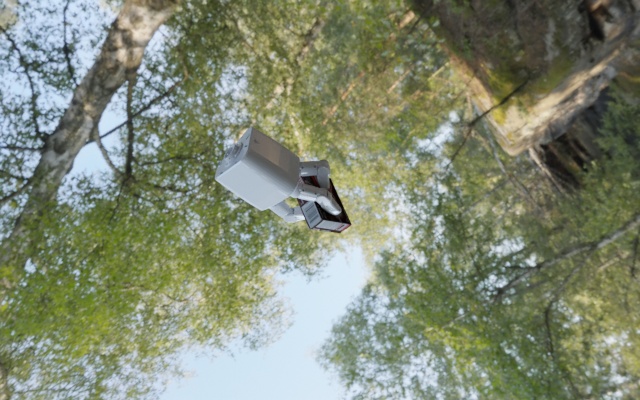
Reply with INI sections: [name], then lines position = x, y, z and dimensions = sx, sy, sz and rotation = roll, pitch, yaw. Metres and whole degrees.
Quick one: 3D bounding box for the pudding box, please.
[pudding box]
position = 0.000, 0.003, 0.887
dimensions = 0.039, 0.113, 0.090
rotation = -38, -30, 30
